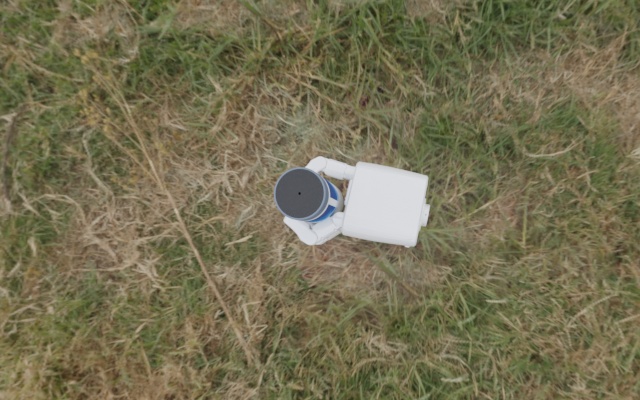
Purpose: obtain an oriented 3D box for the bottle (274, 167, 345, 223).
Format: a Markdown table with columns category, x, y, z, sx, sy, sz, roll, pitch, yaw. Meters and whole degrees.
| category | x | y | z | sx | sy | sz | roll | pitch | yaw |
| --- | --- | --- | --- | --- | --- | --- | --- | --- | --- |
| bottle | 0.000 | 0.002 | 0.736 | 0.069 | 0.069 | 0.296 | 0 | -4 | 10 |
